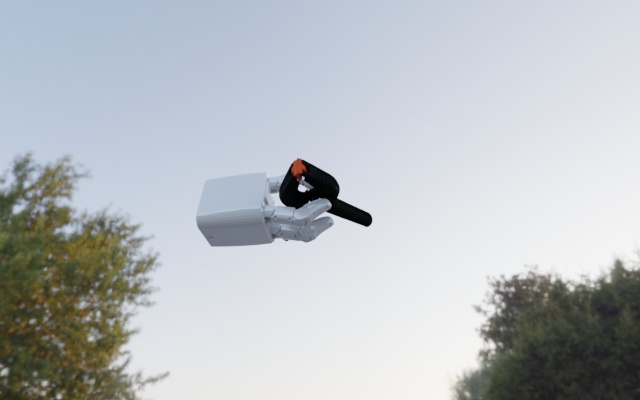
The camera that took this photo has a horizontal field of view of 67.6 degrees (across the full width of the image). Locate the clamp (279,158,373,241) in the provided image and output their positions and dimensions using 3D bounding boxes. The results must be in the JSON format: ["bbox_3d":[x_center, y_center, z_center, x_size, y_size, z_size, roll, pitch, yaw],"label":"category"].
[{"bbox_3d":[0.000,0.002,0.765,0.164,0.036,0.210,-8,-32,2],"label":"clamp"}]
